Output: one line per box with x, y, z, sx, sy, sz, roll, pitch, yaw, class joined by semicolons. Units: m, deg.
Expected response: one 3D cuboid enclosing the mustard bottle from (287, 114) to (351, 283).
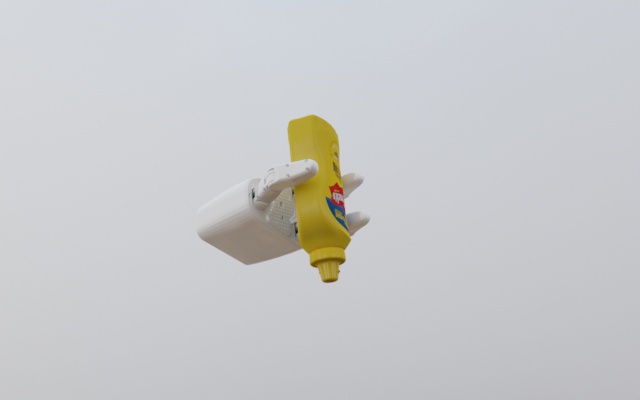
0.000;0.002;0.563;0.058;0.191;0.096;-12;-24;14;mustard bottle
